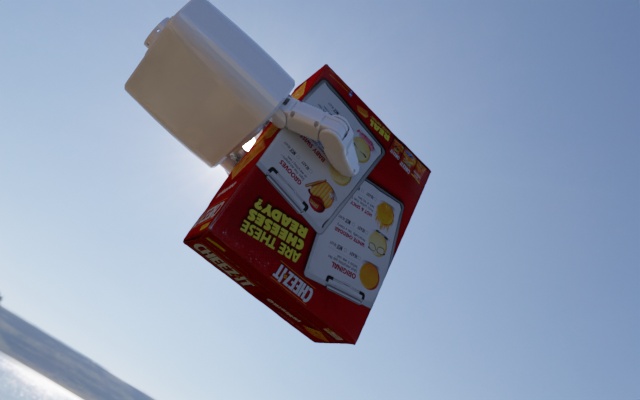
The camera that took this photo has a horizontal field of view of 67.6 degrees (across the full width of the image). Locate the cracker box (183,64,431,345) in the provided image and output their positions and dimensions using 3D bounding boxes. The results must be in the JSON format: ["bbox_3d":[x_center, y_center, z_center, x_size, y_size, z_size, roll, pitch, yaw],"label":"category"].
[{"bbox_3d":[0.000,0.001,0.458,0.164,0.213,0.072,42,-33,-18],"label":"cracker box"}]
